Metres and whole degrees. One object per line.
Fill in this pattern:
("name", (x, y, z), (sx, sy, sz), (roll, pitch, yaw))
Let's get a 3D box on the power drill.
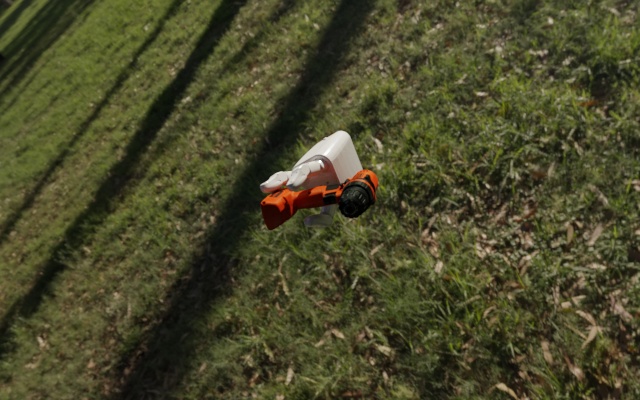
("power drill", (0.000, 0.003, 0.798), (0.187, 0.057, 0.184), (-10, 11, 16))
